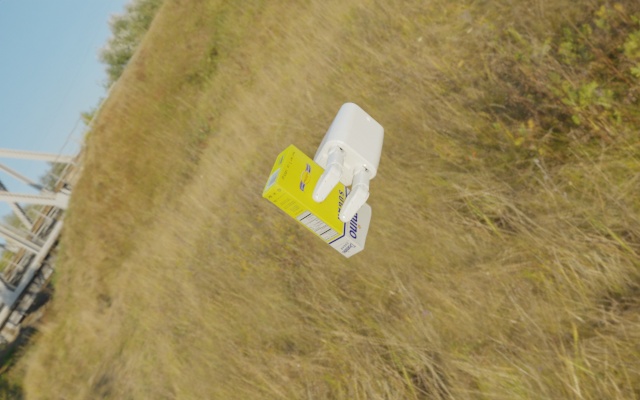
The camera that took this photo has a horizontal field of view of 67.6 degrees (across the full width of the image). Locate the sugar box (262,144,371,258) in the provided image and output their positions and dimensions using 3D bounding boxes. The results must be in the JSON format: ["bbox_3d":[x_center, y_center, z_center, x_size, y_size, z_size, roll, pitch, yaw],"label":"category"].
[{"bbox_3d":[0.000,0.002,0.741,0.176,0.093,0.048,35,-44,-19],"label":"sugar box"}]
